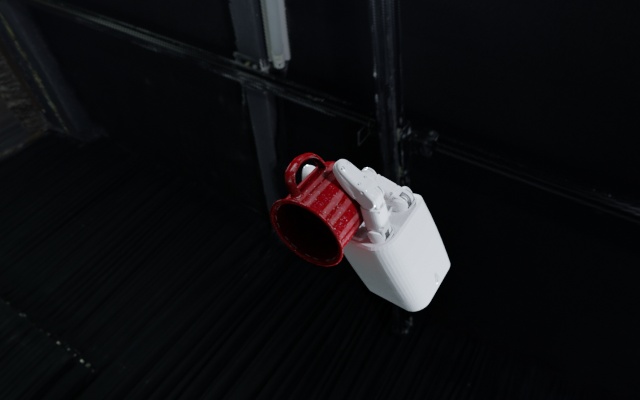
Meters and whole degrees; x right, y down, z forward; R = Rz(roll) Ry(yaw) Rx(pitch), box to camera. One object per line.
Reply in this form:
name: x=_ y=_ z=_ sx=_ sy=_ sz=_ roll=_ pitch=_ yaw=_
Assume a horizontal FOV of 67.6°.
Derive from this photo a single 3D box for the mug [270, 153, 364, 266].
mug: x=-0.001 y=0.000 z=0.521 sx=0.093 sy=0.117 sz=0.081 roll=-1 pitch=38 yaw=45
